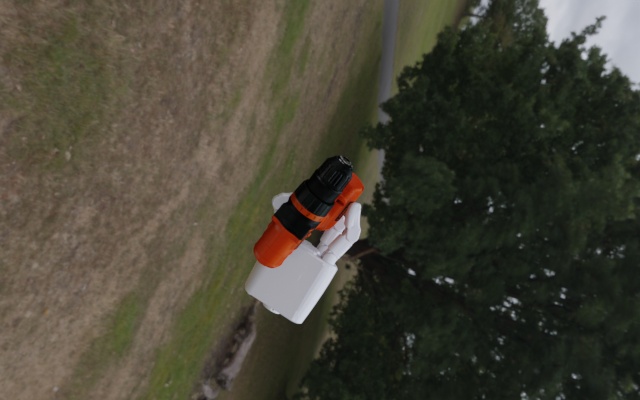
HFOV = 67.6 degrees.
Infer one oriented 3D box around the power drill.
[{"bbox_3d":[0.000,0.002,0.675,0.184,0.057,0.187,-48,-9,22],"label":"power drill"}]
